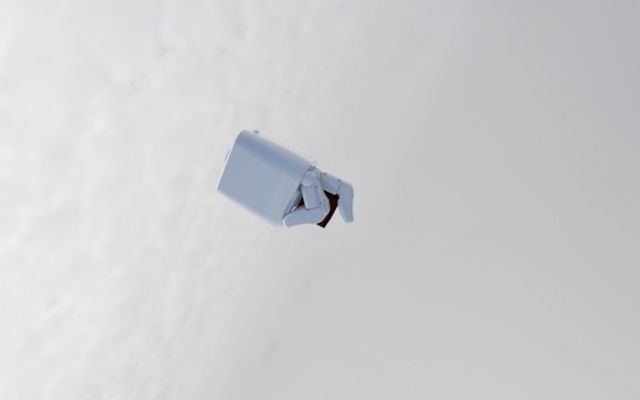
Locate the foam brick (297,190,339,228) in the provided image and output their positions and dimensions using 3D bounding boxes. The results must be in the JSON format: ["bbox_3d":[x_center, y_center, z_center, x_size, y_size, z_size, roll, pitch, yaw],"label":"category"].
[{"bbox_3d":[0.000,0.002,0.731,0.051,0.053,0.078,28,10,4],"label":"foam brick"}]
